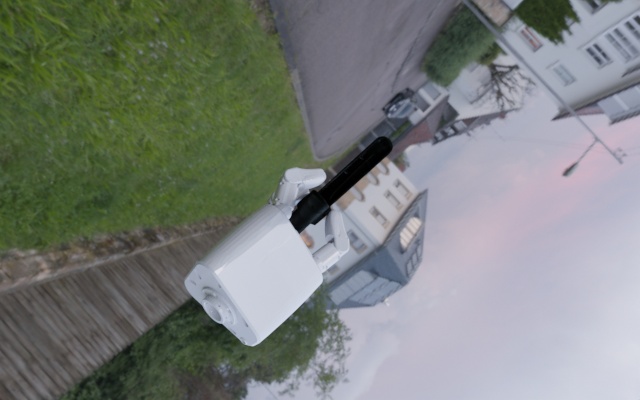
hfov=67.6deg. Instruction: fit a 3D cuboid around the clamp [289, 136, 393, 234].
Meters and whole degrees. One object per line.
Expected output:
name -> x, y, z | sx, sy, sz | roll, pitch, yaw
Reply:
clamp -> 0.000, 0.003, 0.608 | 0.164, 0.036, 0.210 | -39, -2, -37
